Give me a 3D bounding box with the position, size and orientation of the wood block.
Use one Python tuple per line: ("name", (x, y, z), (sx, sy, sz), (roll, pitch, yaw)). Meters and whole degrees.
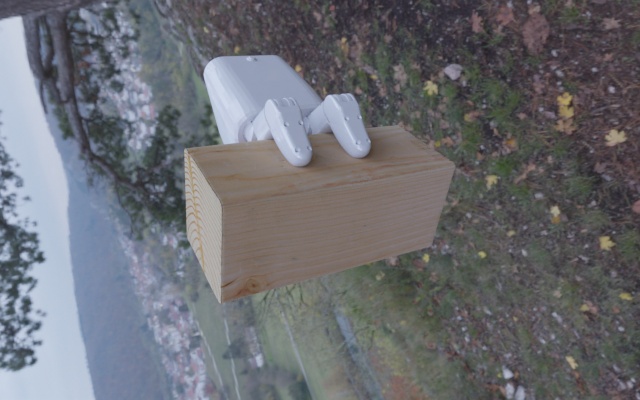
("wood block", (0.000, 0.001, 0.408), (0.206, 0.091, 0.090), (-11, 37, -28))
